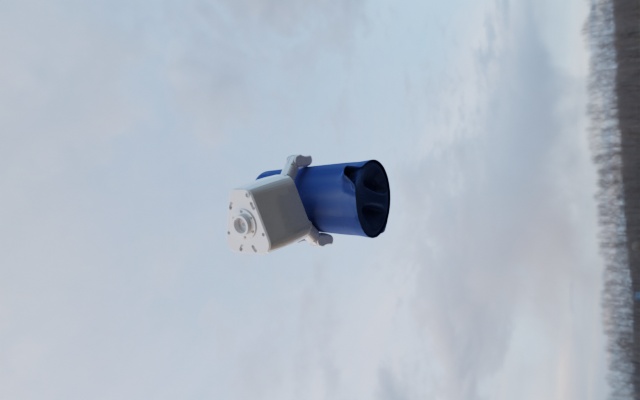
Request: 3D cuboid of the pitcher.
[{"bbox_3d":[0.000,0.003,0.874,0.243,0.149,0.145,0,13,33],"label":"pitcher"}]
